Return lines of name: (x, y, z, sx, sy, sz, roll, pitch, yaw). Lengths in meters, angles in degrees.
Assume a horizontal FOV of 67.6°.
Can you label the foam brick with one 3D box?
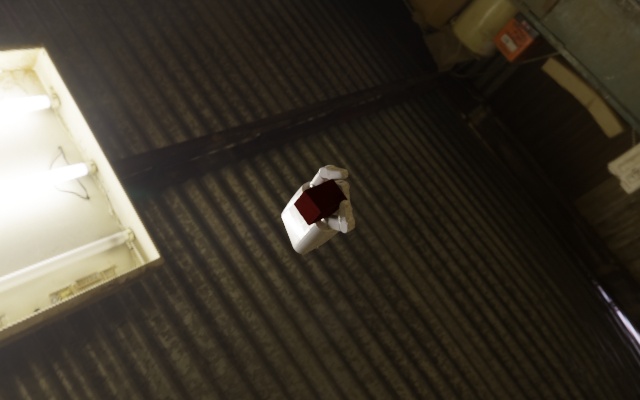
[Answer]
foam brick: (0.000, 0.003, 0.880, 0.078, 0.053, 0.051, -24, -16, -44)
